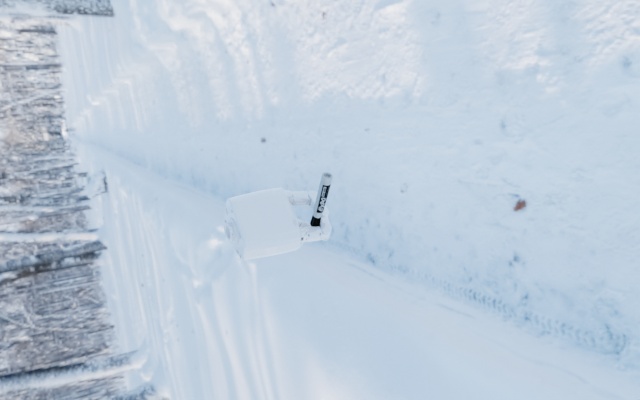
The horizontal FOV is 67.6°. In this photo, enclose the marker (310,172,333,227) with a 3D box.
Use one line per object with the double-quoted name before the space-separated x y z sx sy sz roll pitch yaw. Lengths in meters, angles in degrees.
"marker" 0.000 0.003 0.840 0.020 0.121 0.020 9 40 -7
